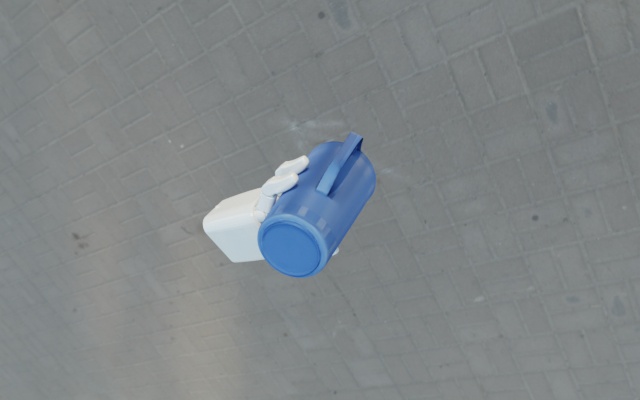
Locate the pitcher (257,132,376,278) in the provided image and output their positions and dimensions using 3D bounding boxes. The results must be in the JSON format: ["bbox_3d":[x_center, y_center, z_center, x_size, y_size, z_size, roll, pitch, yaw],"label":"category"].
[{"bbox_3d":[0.000,0.003,0.752,0.145,0.149,0.242,-12,24,27],"label":"pitcher"}]
